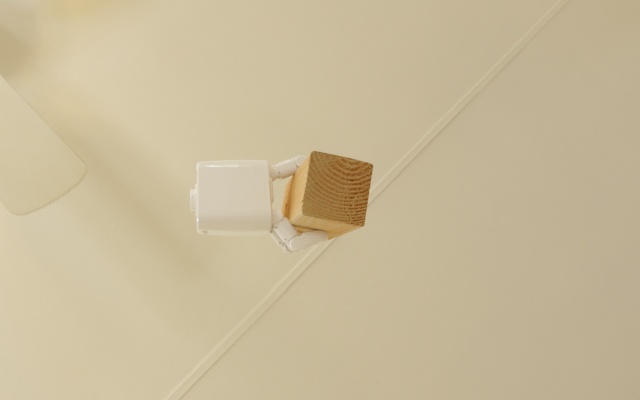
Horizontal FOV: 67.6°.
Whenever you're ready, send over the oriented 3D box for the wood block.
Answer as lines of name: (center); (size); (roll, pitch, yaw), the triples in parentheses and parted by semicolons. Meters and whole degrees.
wood block: (0.000, 0.002, 0.726); (0.090, 0.090, 0.206); (11, -12, -11)
